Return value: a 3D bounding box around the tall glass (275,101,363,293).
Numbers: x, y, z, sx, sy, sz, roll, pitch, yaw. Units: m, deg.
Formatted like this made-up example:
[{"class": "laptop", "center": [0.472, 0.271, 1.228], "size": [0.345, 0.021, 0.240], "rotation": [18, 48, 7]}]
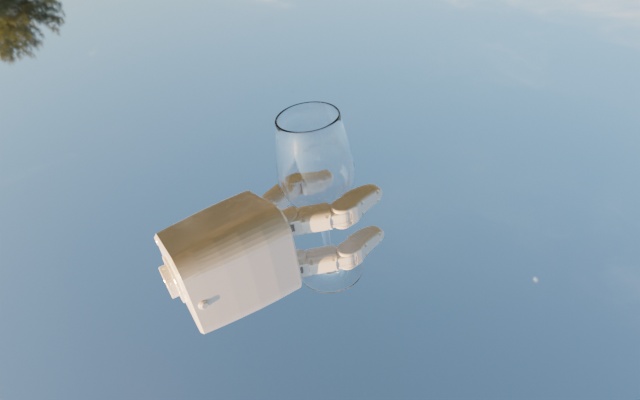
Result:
[{"class": "tall glass", "center": [0.000, 0.002, 0.499], "size": [0.079, 0.201, 0.079], "rotation": [-6, 36, 4]}]
